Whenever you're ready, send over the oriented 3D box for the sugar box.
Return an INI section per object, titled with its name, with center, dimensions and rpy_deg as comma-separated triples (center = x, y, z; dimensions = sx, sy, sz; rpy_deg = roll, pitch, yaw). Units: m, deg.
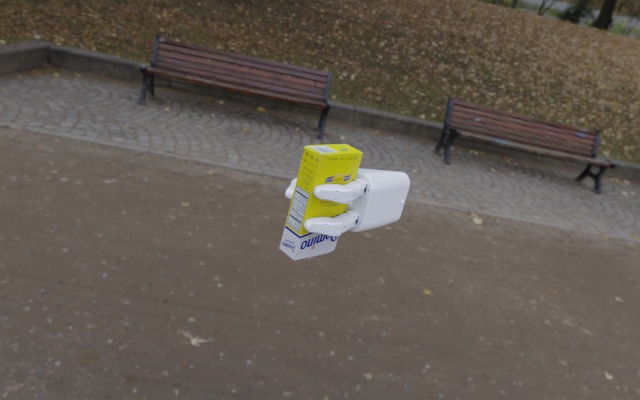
[sugar box]
center = 0.001, 0.003, 0.738
dimensions = 0.093, 0.176, 0.048
rpy_deg = -8, 29, -43
